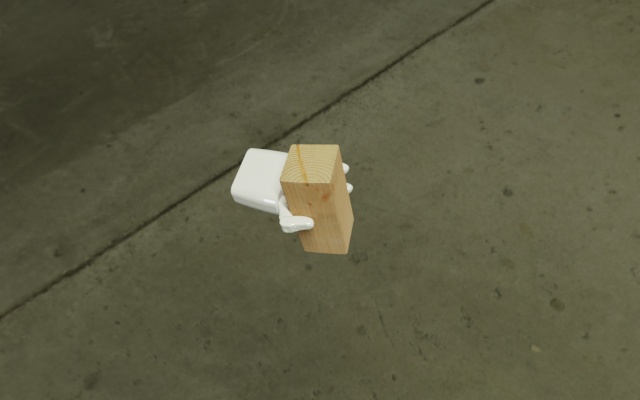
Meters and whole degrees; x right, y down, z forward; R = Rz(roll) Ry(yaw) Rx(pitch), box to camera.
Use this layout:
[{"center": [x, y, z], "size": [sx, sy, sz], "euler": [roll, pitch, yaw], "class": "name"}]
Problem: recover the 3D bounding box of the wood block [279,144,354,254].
[{"center": [0.000, 0.003, 0.879], "size": [0.090, 0.090, 0.206], "euler": [3, -39, 16], "class": "wood block"}]
